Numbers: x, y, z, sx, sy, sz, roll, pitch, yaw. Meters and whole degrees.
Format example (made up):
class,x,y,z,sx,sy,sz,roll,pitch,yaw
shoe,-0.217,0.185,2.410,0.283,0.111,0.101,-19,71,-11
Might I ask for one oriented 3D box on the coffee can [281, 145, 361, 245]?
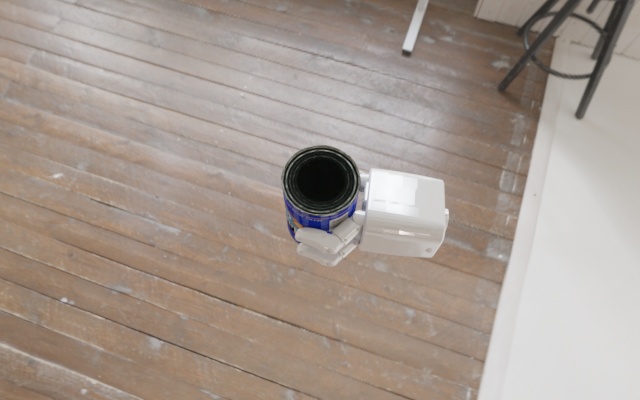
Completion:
class,x,y,z,sx,sy,sz,roll,pitch,yaw
coffee can,0.000,0.002,0.671,0.103,0.102,0.140,0,-25,0
